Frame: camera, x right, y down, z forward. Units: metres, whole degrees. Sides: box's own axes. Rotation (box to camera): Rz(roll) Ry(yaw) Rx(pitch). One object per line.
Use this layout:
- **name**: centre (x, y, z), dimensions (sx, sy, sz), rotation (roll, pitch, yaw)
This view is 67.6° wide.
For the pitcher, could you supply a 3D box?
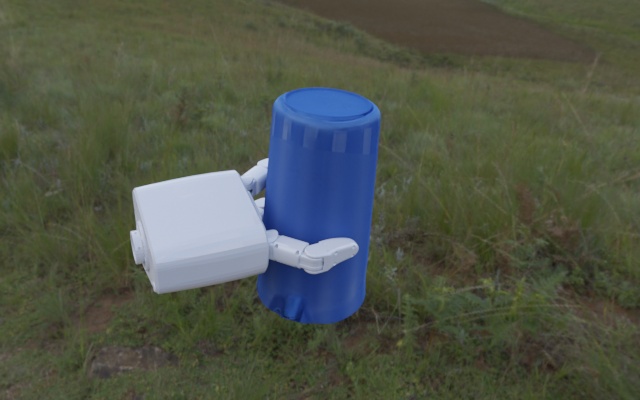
- **pitcher**: centre (0.000, 0.002, 0.539), dimensions (0.145, 0.243, 0.149), rotation (-10, 34, -26)
